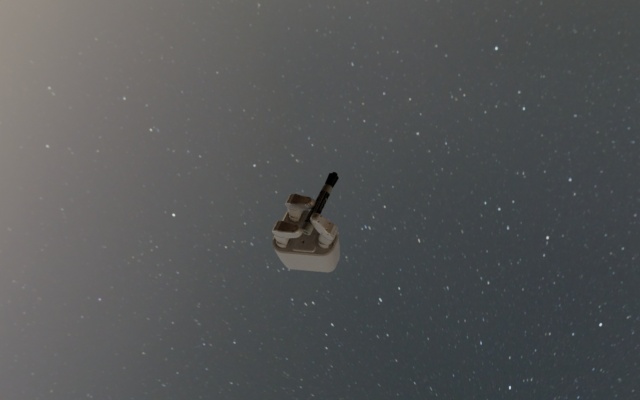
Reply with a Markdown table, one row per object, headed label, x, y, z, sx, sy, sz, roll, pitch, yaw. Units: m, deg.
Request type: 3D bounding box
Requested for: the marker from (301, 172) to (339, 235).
| label | x | y | z | sx | sy | sz | roll | pitch | yaw |
| --- | --- | --- | --- | --- | --- | --- | --- | --- | --- |
| marker | 0.000 | 0.003 | 0.806 | 0.020 | 0.121 | 0.020 | 23 | -22 | 10 |
